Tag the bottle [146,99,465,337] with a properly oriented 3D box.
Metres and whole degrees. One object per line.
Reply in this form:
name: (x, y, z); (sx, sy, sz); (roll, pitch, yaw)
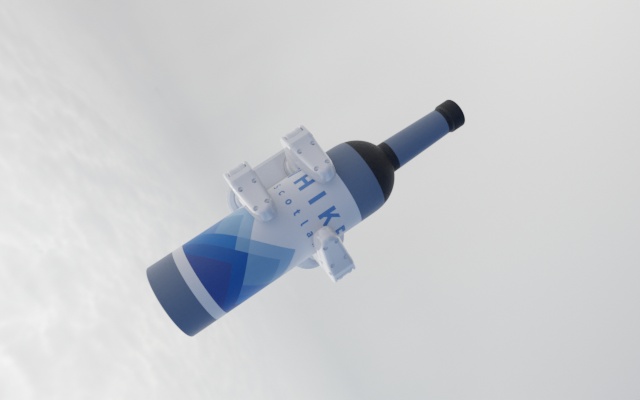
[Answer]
bottle: (0.000, 0.001, 0.406); (0.295, 0.069, 0.069); (-34, 6, -9)
